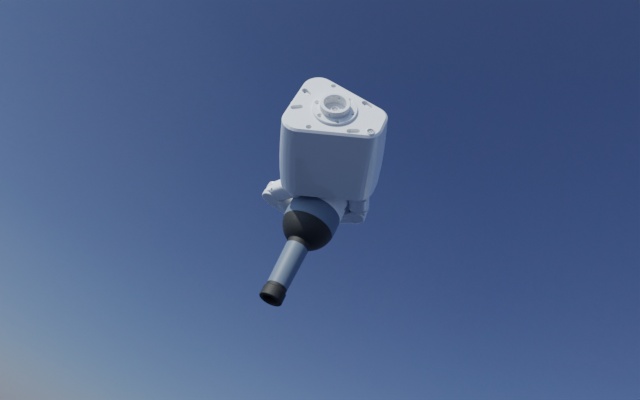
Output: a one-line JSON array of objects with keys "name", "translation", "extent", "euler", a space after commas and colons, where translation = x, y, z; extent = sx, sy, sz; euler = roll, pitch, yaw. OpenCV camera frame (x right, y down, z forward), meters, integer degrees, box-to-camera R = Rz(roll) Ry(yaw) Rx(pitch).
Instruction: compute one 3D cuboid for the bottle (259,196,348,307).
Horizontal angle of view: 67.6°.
[{"name": "bottle", "translation": [0.000, 0.002, 0.608], "extent": [0.069, 0.295, 0.069], "euler": [18, -36, 13]}]
